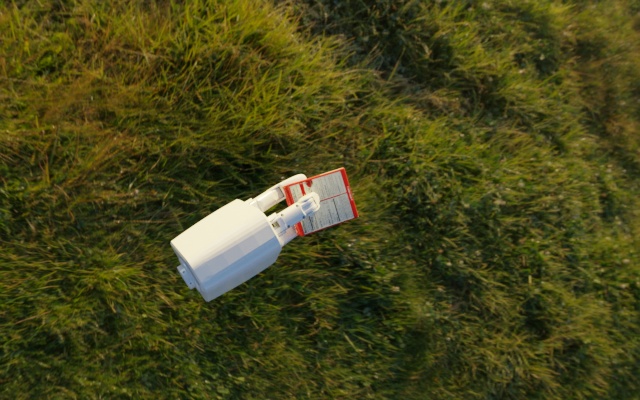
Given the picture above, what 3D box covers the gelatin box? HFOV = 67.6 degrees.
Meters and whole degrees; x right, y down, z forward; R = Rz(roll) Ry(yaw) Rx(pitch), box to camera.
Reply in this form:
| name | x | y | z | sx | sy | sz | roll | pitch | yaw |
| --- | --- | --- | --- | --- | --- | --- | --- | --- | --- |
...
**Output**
| name | x | y | z | sx | sy | sz | roll | pitch | yaw |
| --- | --- | --- | --- | --- | --- | --- | --- | --- | --- |
| gelatin box | 0.001 | 0.002 | 0.663 | 0.089 | 0.073 | 0.030 | -18 | 3 | -17 |
